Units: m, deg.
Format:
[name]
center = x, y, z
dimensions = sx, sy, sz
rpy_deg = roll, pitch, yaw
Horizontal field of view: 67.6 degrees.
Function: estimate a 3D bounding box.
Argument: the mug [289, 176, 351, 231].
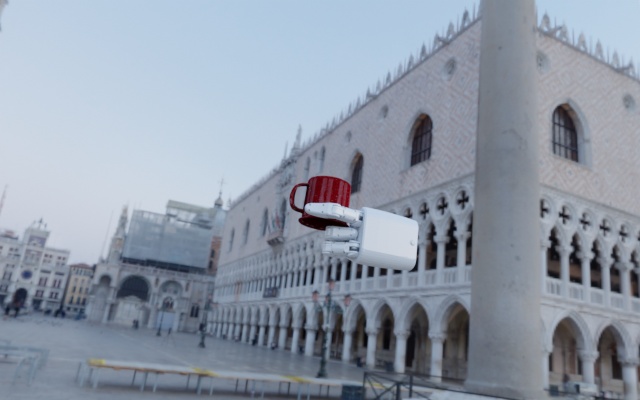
[mug]
center = -0.001, 0.002, 0.863
dimensions = 0.117, 0.081, 0.093
rpy_deg = 14, -17, -16
